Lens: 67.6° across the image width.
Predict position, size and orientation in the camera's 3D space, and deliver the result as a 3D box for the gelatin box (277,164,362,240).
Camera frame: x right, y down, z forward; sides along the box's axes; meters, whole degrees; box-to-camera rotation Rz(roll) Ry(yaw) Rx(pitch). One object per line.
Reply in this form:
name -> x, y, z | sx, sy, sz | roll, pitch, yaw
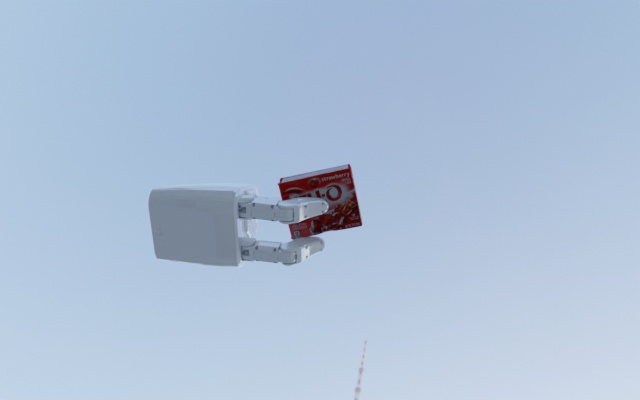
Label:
gelatin box -> 0.000, 0.002, 0.573 | 0.089, 0.073, 0.030 | -11, 16, 5
